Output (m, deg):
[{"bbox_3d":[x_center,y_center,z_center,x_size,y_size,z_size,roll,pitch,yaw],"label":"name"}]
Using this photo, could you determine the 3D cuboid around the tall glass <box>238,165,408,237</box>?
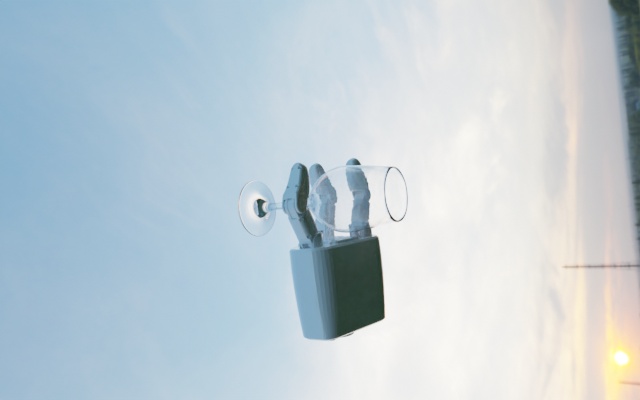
[{"bbox_3d":[-0.001,0.002,0.574,0.201,0.079,0.079,-6,-4,33],"label":"tall glass"}]
